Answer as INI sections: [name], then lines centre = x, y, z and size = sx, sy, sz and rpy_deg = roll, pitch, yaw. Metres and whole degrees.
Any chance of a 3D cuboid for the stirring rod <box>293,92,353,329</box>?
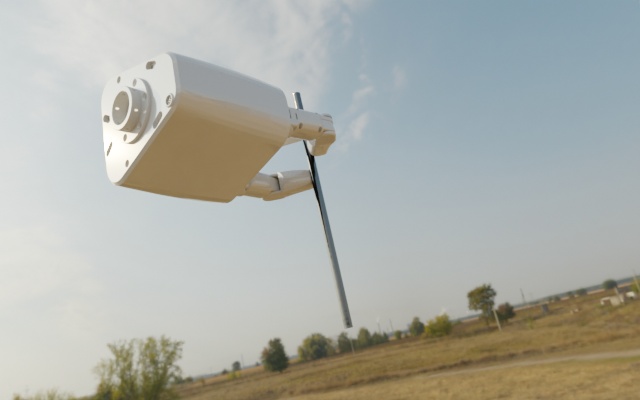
[stirring rod]
centre = 0.000, 0.002, 0.461
size = 0.011, 0.239, 0.011
rpy_deg = -12, -17, -4
